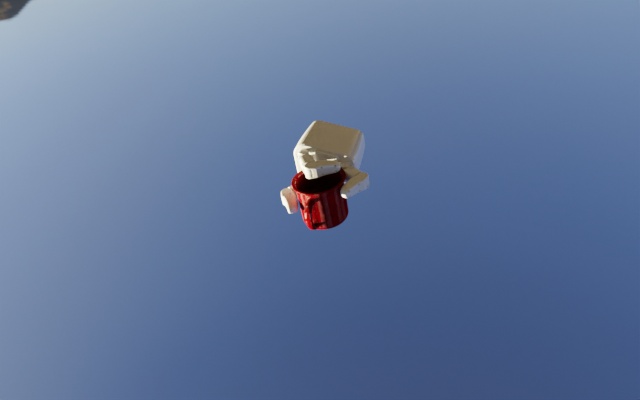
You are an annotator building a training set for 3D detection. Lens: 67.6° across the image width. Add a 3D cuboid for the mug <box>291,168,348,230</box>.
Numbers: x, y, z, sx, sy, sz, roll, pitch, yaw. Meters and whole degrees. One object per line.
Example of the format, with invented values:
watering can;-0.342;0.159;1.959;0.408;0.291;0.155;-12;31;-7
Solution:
mug;0.000;0.004;0.811;0.093;0.082;0.117;1;37;18
